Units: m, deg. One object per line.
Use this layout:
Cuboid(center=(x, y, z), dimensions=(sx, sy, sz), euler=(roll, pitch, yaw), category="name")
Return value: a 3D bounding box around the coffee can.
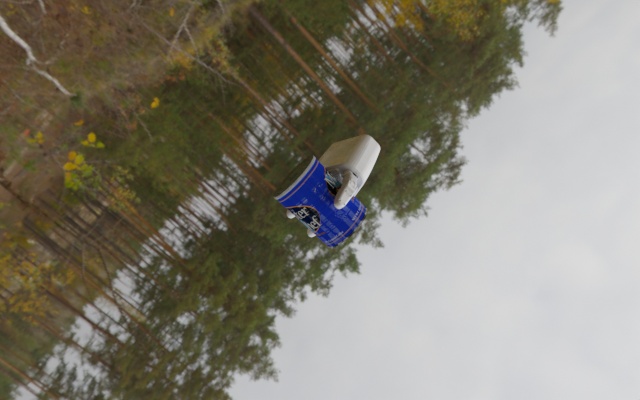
Cuboid(center=(0.000, 0.003, 0.863), dimensions=(0.140, 0.103, 0.103), euler=(44, -13, -13), category="coffee can")
